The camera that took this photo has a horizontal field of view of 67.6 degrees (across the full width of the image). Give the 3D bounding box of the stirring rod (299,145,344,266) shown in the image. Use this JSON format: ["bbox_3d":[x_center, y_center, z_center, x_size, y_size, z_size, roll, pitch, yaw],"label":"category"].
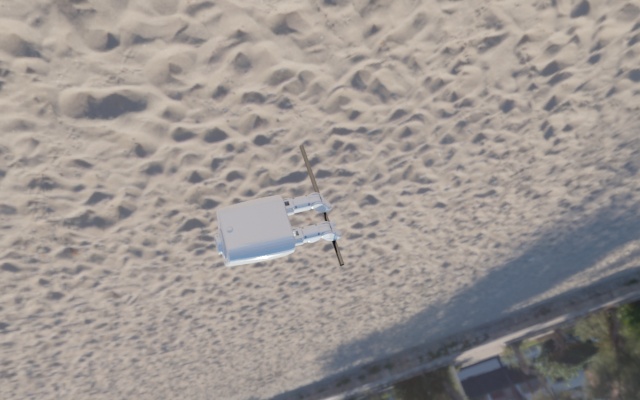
[{"bbox_3d":[0.000,0.003,0.840,0.011,0.239,0.011,-16,-24,-7],"label":"stirring rod"}]
